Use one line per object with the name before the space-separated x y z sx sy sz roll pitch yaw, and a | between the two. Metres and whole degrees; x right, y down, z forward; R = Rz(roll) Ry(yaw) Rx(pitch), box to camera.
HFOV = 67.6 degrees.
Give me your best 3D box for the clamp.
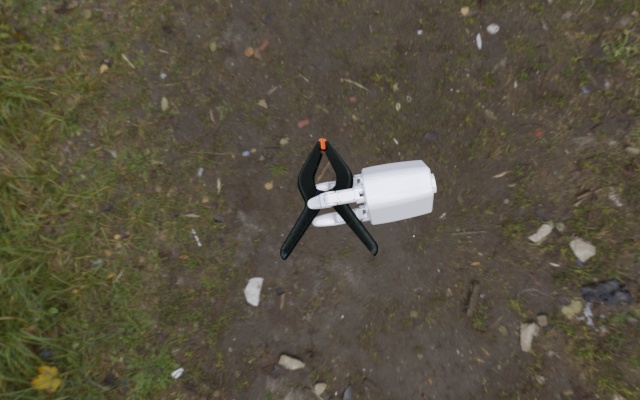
clamp | 0.000 0.002 0.808 0.164 0.210 0.036 -10 -6 4
